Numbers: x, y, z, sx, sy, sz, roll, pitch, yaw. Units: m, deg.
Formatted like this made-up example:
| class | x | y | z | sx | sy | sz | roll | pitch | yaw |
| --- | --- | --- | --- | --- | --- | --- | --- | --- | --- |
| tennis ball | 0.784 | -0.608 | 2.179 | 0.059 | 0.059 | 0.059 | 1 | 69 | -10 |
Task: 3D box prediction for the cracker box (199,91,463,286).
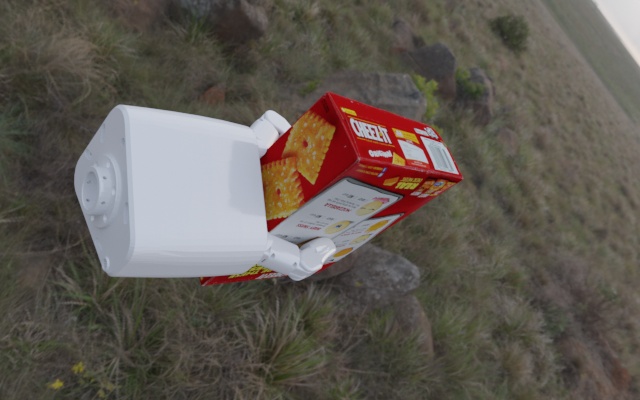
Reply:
| class | x | y | z | sx | sy | sz | roll | pitch | yaw |
| --- | --- | --- | --- | --- | --- | --- | --- | --- | --- |
| cracker box | 0.000 | 0.002 | 0.454 | 0.164 | 0.072 | 0.214 | 4 | -33 | -48 |
